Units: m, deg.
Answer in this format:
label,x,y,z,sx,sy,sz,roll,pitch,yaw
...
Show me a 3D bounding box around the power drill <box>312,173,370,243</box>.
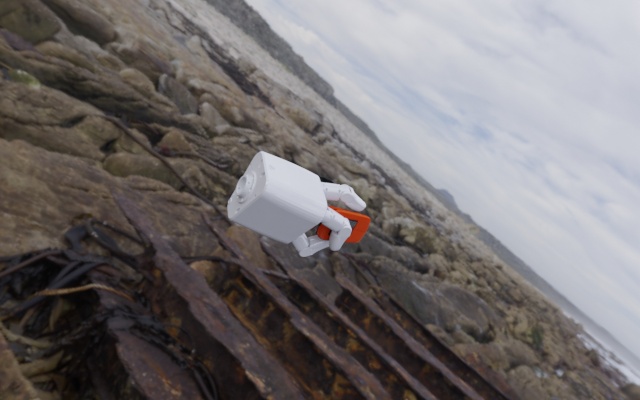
label,x,y,z,sx,sy,sz,roll,pitch,yaw
power drill,0.000,0.003,0.846,0.184,0.057,0.187,9,22,-45
